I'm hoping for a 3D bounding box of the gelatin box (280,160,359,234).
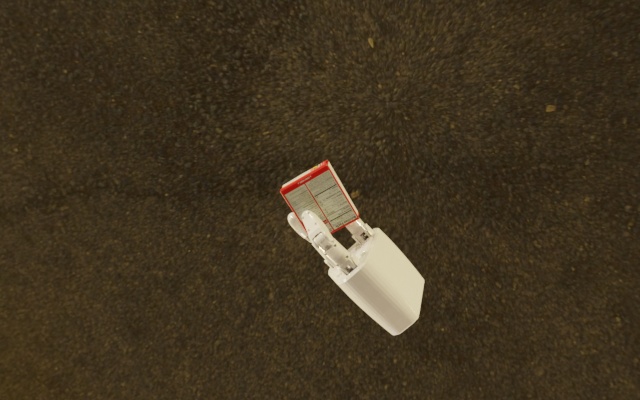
[{"bbox_3d":[0.000,0.002,0.642,0.073,0.089,0.030,-29,15,11],"label":"gelatin box"}]
